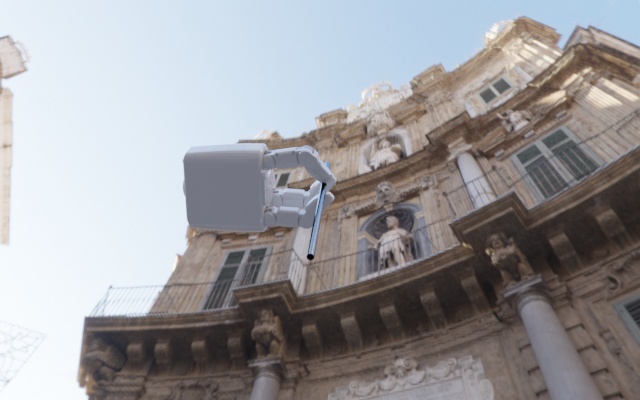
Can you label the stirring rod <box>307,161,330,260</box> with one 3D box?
[{"bbox_3d":[0.000,0.002,0.593,0.011,0.011,0.239,0,28,6],"label":"stirring rod"}]
